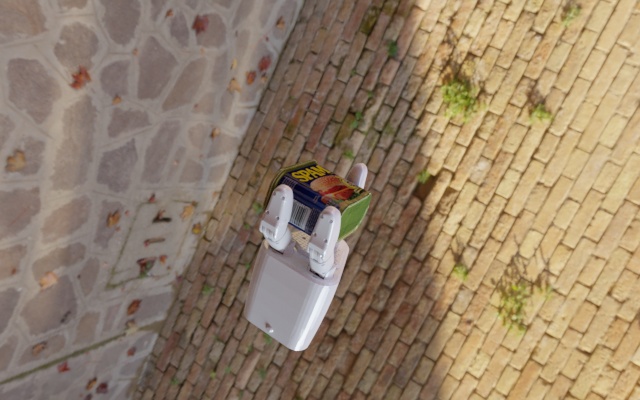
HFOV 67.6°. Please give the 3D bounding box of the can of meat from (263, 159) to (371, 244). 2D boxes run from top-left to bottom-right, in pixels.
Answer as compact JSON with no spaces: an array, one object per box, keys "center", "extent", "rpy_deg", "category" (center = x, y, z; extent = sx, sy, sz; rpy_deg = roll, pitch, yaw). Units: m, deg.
[{"center":[0.000,0.002,0.530],"extent":[0.084,0.057,0.102],"rpy_deg":[29,23,18],"category":"can of meat"}]
